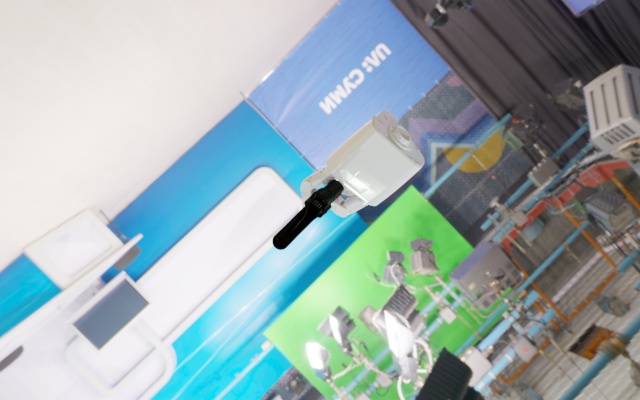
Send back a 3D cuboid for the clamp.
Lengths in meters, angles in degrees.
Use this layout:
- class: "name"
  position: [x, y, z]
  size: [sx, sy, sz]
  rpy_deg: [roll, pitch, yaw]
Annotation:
- class: "clamp"
  position: [0.001, 0.003, 0.720]
  size: [0.120, 0.039, 0.171]
  rpy_deg: [-40, 4, 34]
